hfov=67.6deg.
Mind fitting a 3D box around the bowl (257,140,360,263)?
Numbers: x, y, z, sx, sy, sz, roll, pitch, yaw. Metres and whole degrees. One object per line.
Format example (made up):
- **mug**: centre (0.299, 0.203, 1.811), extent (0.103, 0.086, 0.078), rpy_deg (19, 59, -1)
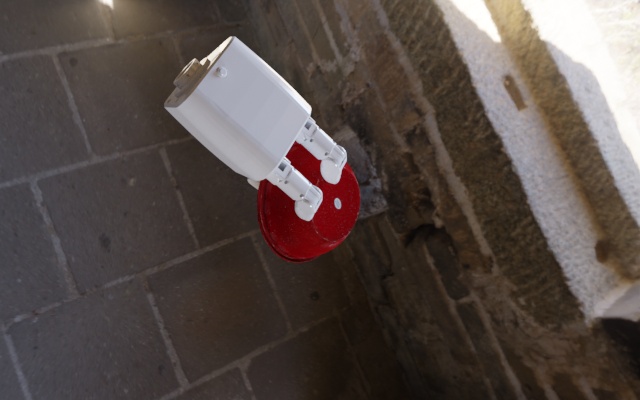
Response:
- **bowl**: centre (0.001, 0.002, 0.593), extent (0.055, 0.162, 0.162), rpy_deg (8, 5, 42)
